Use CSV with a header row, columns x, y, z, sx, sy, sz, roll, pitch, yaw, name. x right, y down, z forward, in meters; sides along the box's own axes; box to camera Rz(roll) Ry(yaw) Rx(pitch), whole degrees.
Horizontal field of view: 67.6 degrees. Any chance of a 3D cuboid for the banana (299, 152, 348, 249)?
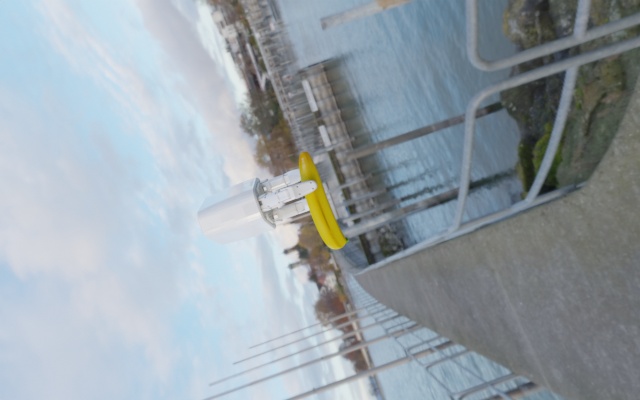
x,y,z,sx,sy,sz,roll,pitch,yaw,name
0.002,0.014,0.817,0.037,0.198,0.069,-20,26,8,banana
